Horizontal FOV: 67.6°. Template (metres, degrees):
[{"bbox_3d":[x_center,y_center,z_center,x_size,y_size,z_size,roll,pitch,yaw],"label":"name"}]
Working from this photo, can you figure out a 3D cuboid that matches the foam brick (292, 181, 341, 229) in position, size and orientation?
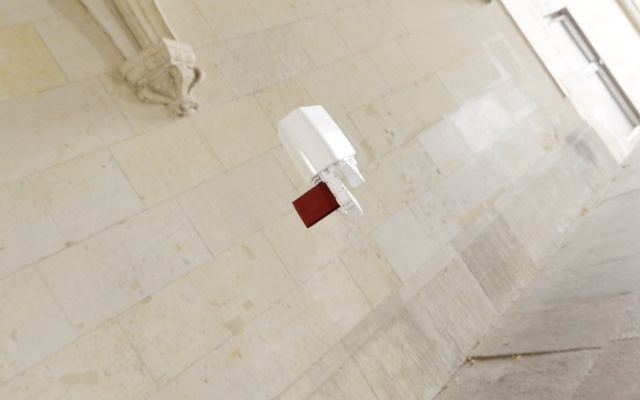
[{"bbox_3d":[0.000,0.003,0.800,0.078,0.051,0.053,-35,-3,10],"label":"foam brick"}]
